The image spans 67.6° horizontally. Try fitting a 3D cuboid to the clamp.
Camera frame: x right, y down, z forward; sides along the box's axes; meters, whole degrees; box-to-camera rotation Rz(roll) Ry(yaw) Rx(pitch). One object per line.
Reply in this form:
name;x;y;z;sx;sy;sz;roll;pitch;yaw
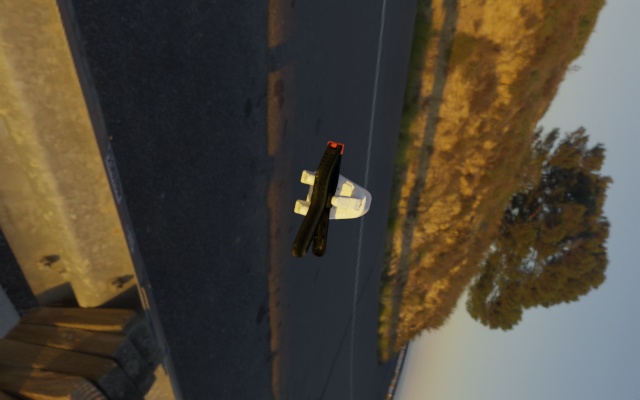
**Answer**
clamp;0.001;0.002;0.807;0.036;0.210;0.164;13;4;12
